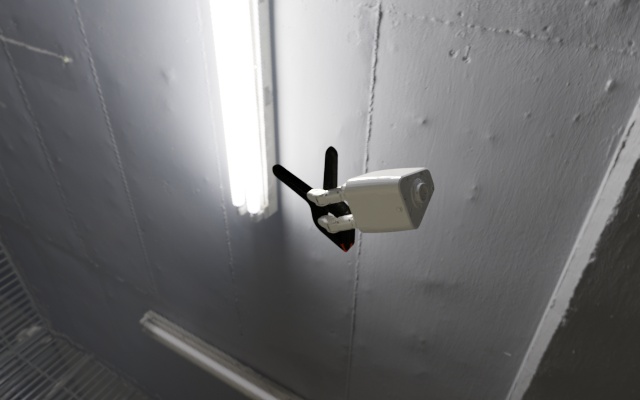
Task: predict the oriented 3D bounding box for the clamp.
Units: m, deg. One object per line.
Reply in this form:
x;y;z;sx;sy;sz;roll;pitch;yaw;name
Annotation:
0.001;0.003;0.895;0.164;0.210;0.036;-3;29;44;clamp
